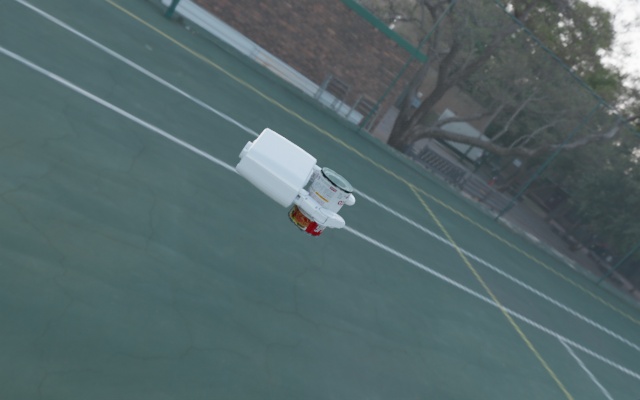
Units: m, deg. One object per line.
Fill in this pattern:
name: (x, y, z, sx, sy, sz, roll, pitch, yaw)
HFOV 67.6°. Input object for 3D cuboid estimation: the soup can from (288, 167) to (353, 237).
soup can: (0.001, 0.003, 0.818, 0.068, 0.102, 0.068, 33, 18, -12)
